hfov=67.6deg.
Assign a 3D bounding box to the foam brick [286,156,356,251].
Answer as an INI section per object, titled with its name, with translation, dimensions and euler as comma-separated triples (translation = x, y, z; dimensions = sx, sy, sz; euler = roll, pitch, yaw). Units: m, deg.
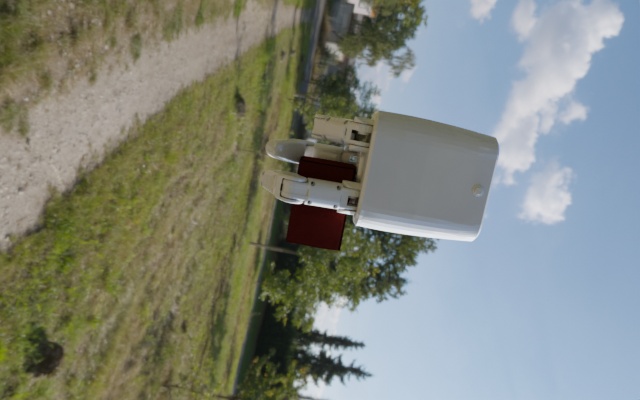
[foam brick]
translation = 0.000, 0.002, 0.444
dimensions = 0.051, 0.078, 0.053
euler = 10, 9, -2
